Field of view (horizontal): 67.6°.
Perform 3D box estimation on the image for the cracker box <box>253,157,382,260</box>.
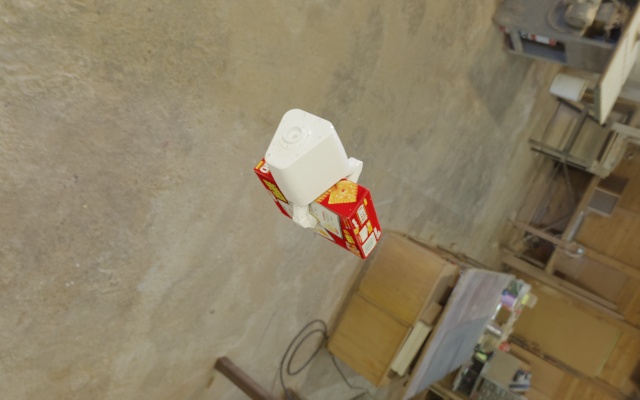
[{"bbox_3d":[0.000,0.003,0.876,0.213,0.072,0.164,28,-20,29],"label":"cracker box"}]
